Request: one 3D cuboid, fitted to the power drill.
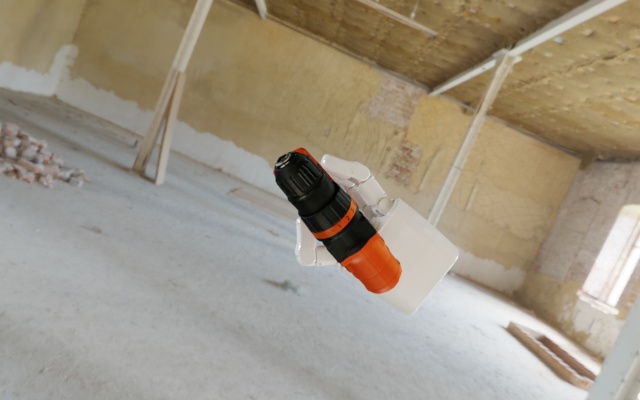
[{"bbox_3d":[0.000,0.002,0.529,0.057,0.184,0.187,-38,26,2],"label":"power drill"}]
